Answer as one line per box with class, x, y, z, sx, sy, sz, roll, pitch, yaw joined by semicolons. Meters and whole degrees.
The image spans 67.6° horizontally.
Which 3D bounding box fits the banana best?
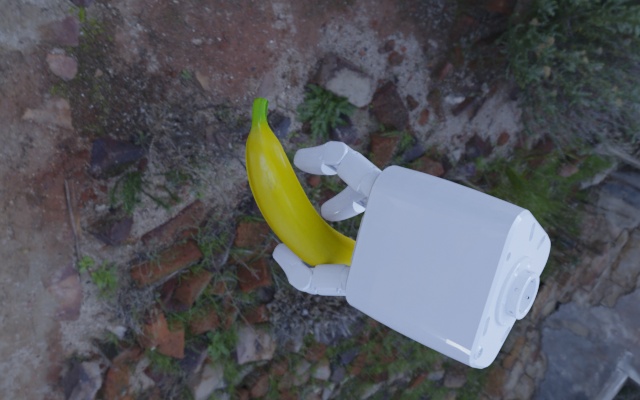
banana;-0.010;0.013;0.395;0.037;0.069;0.198;4;-40;37
